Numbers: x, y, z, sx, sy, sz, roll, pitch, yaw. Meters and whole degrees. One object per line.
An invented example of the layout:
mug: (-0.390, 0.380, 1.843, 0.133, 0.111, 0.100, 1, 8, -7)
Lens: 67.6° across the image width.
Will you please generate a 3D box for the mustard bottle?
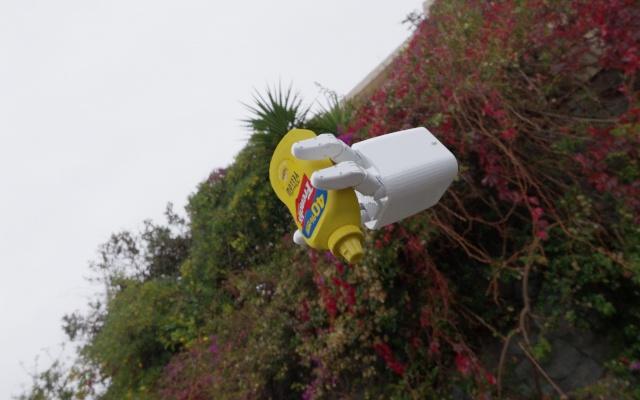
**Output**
mustard bottle: (0.000, 0.002, 0.583, 0.058, 0.096, 0.191, 1, 39, -35)
